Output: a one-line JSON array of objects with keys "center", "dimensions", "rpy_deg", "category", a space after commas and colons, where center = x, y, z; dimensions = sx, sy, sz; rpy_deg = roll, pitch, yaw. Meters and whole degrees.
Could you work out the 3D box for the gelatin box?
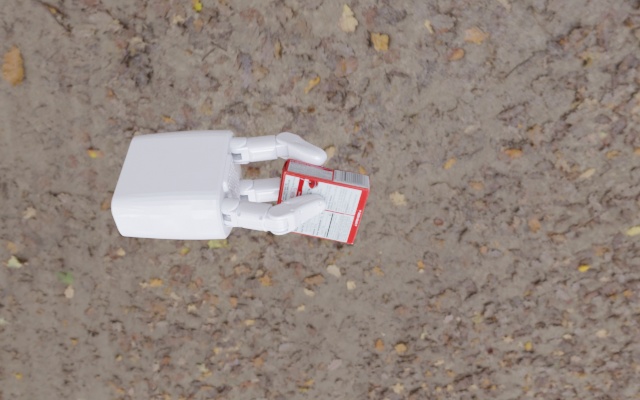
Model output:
[{"center": [0.000, 0.002, 0.493], "dimensions": [0.089, 0.073, 0.030], "rpy_deg": [12, 35, -2], "category": "gelatin box"}]
